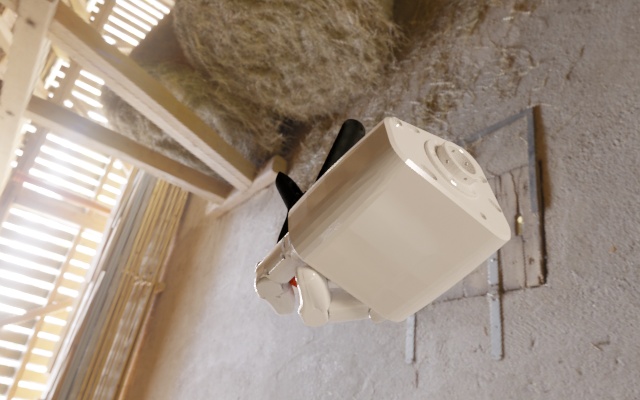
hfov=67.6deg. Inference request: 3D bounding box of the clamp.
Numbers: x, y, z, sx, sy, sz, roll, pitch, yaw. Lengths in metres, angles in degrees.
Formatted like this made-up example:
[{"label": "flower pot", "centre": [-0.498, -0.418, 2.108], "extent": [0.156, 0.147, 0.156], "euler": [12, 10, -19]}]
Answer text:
[{"label": "clamp", "centre": [0.000, 0.001, 0.435], "extent": [0.039, 0.171, 0.120], "euler": [26, -54, -28]}]
